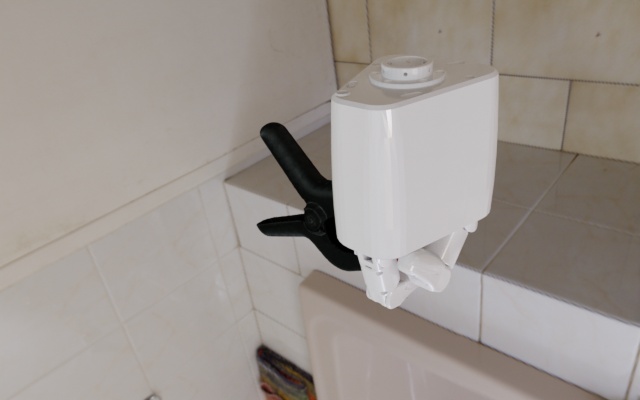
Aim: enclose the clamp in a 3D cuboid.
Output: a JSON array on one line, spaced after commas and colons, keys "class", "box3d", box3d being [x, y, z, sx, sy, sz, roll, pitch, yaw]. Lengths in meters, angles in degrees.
[{"class": "clamp", "box3d": [0.000, 0.002, 0.420, 0.171, 0.120, 0.039, 20, 39, 37]}]
